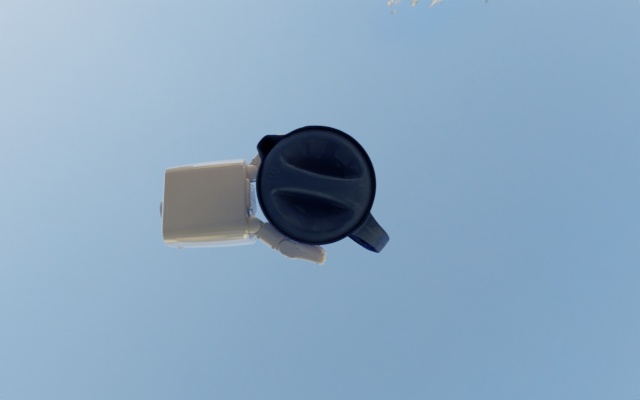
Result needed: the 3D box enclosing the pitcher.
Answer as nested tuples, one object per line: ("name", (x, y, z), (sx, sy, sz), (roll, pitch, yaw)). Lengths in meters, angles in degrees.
("pitcher", (0.000, 0.002, 0.635), (0.145, 0.149, 0.243), (-6, -6, -2))
